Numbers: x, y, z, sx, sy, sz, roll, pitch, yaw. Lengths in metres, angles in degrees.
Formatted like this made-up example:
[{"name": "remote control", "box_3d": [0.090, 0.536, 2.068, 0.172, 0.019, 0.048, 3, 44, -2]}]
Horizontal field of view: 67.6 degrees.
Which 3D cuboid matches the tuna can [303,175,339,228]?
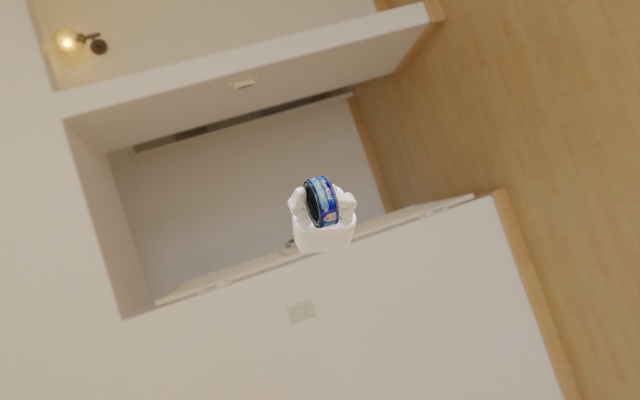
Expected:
[{"name": "tuna can", "box_3d": [0.000, 0.003, 0.795, 0.034, 0.086, 0.086, -15, 4, -15]}]
